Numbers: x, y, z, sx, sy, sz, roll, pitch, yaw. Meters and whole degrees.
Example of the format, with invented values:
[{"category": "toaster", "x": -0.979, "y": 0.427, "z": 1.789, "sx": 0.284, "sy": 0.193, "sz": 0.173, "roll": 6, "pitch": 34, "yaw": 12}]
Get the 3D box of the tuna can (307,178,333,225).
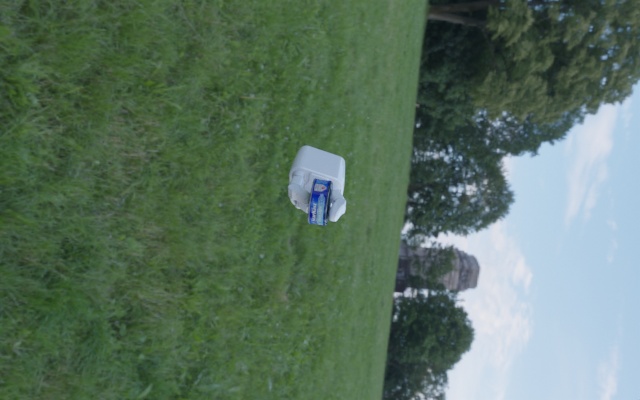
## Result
[{"category": "tuna can", "x": 0.001, "y": 0.003, "z": 0.888, "sx": 0.034, "sy": 0.086, "sz": 0.086, "roll": 8, "pitch": 1, "yaw": 6}]
